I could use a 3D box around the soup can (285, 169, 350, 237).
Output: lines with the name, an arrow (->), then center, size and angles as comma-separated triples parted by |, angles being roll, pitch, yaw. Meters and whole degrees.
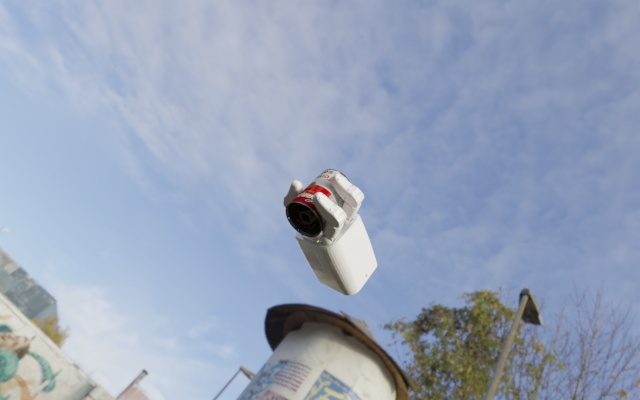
soup can -> 0.000, 0.002, 0.775 | 0.068, 0.068, 0.102 | 0, 34, 41
